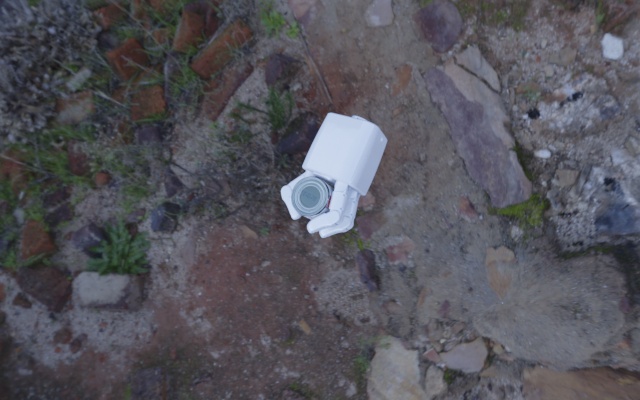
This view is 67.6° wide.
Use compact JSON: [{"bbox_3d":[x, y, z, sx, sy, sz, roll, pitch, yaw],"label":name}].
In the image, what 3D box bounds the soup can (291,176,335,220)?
[{"bbox_3d":[0.000,0.003,0.809,0.068,0.068,0.102,0,-11,21],"label":"soup can"}]
